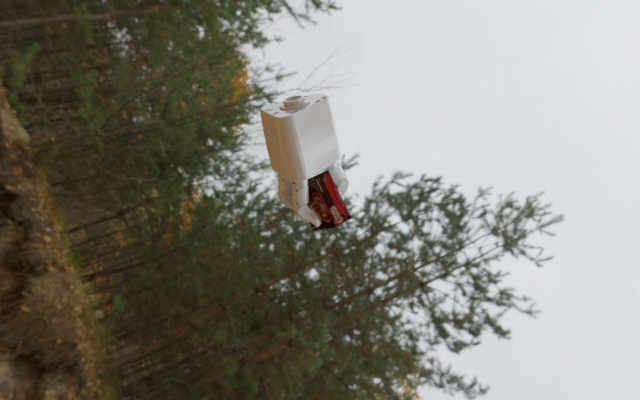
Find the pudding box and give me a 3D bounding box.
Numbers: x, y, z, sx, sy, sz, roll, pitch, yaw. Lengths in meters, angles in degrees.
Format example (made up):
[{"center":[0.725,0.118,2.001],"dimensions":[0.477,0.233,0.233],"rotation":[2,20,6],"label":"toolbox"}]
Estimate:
[{"center":[0.000,0.003,0.816],"dimensions":[0.039,0.090,0.113],"rotation":[-26,3,-19],"label":"pudding box"}]
